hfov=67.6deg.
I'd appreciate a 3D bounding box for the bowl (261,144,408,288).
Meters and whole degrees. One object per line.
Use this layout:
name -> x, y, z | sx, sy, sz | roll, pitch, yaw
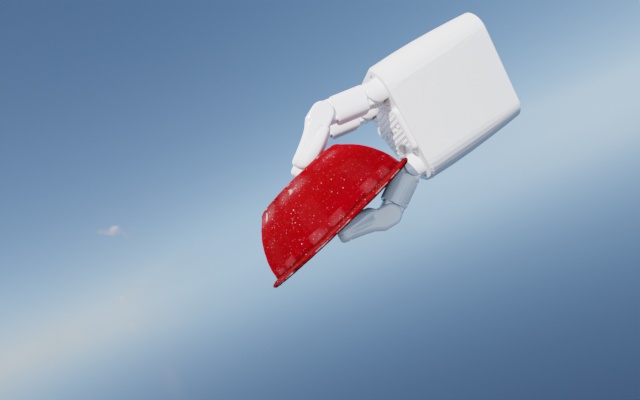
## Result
bowl -> -0.001, 0.002, 0.420 | 0.162, 0.055, 0.162 | -44, -1, -1
